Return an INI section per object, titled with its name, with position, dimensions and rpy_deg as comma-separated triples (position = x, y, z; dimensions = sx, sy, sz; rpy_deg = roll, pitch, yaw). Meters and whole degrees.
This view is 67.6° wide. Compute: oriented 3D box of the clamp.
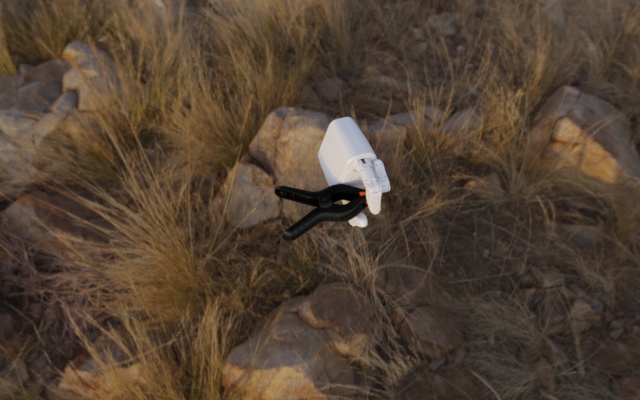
[clamp]
position = 0.000, 0.002, 0.846
dimensions = 0.171, 0.120, 0.039
rpy_deg = -15, -34, -12
